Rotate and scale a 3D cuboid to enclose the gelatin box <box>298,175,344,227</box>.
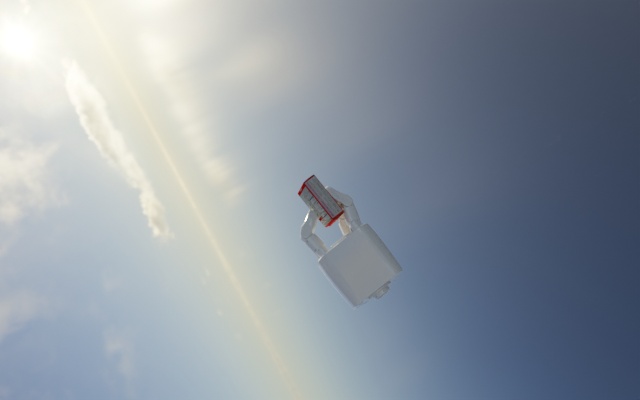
[{"bbox_3d":[0.000,0.003,0.877,0.030,0.089,0.073,-38,-5,-17],"label":"gelatin box"}]
